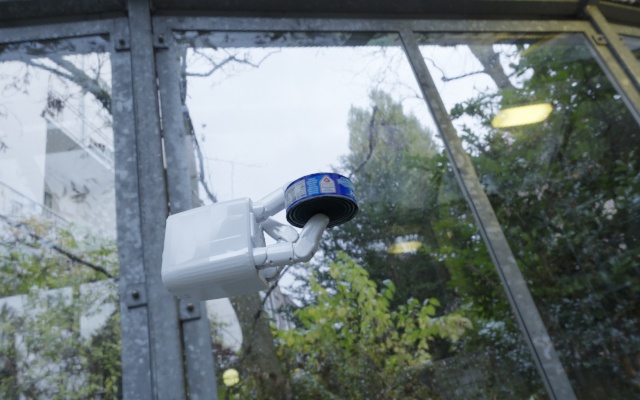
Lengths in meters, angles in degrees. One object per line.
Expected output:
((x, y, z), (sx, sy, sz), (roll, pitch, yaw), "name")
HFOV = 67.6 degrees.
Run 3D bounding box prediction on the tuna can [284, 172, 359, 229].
((0.000, 0.001, 0.564), (0.086, 0.033, 0.086), (-6, -28, -3), "tuna can")
